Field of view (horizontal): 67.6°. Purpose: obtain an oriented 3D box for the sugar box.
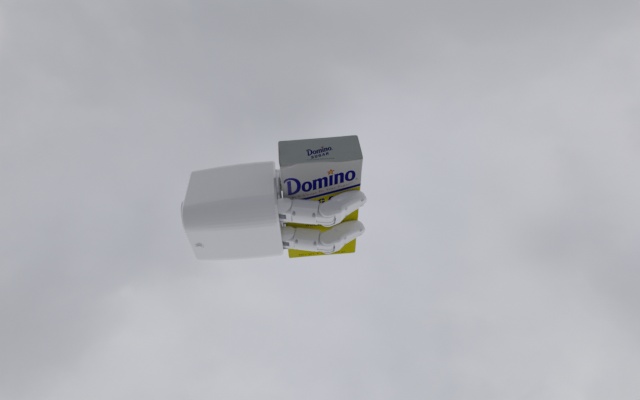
[{"bbox_3d":[0.000,0.002,0.585,0.093,0.048,0.176,-5,-39,-3],"label":"sugar box"}]
